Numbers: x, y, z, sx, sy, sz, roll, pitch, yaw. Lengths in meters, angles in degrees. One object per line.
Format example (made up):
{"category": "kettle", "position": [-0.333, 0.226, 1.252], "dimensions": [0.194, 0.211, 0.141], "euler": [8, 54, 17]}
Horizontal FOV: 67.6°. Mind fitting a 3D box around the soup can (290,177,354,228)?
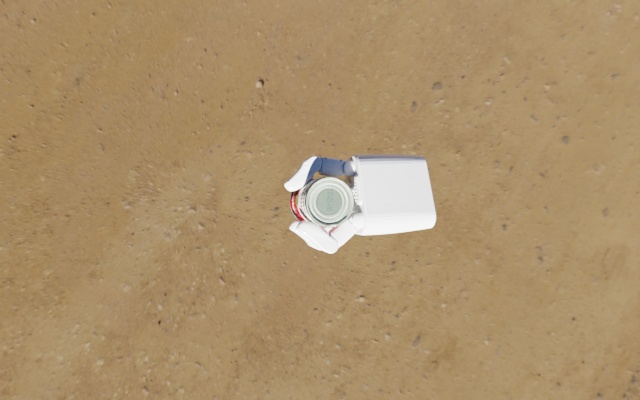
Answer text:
{"category": "soup can", "position": [0.000, 0.002, 0.661], "dimensions": [0.068, 0.068, 0.102], "euler": [0, 0, -15]}
